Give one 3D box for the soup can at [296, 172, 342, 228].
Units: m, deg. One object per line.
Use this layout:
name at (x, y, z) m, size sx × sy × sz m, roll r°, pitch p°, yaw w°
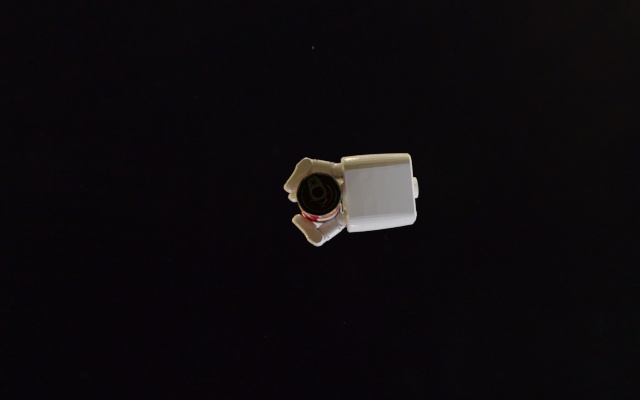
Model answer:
soup can at (0.000, 0.003, 0.755) m, size 0.068 × 0.068 × 0.102 m, roll 0°, pitch -14°, yaw 3°
